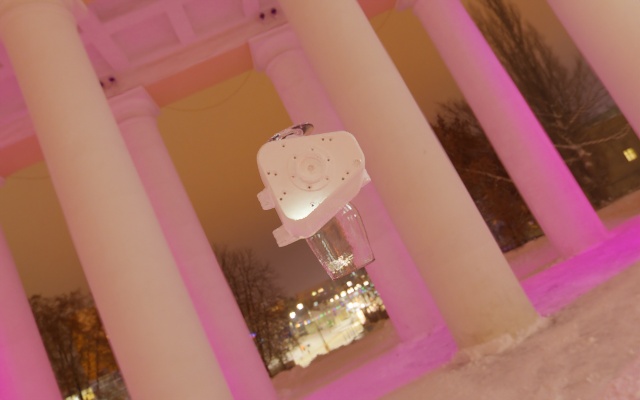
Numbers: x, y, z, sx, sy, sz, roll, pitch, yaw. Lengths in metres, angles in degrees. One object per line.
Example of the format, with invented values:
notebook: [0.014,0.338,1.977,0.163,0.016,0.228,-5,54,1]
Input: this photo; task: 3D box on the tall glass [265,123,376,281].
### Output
tall glass: [0.000,0.001,0.630,0.079,0.201,0.079,-25,-11,-5]
